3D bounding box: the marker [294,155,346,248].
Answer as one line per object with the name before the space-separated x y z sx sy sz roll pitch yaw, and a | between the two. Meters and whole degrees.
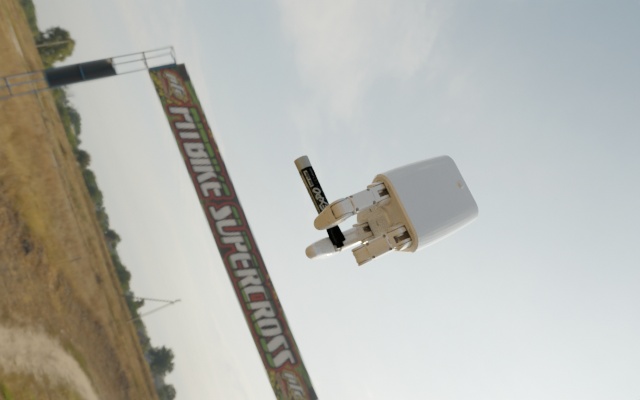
marker | 0.000 0.002 0.584 0.020 0.121 0.020 -24 -9 -4
